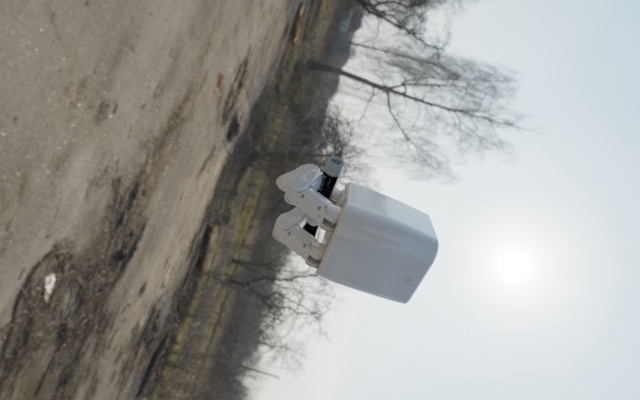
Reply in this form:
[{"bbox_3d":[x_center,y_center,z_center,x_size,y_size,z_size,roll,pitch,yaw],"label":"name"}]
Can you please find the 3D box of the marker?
[{"bbox_3d":[0.000,0.002,0.556,0.020,0.121,0.020,13,38,-10],"label":"marker"}]
